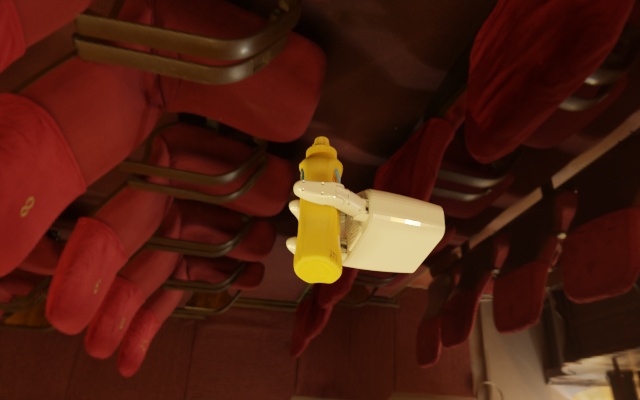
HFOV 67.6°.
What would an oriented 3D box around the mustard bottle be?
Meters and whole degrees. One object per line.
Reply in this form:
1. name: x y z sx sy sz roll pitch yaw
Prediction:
1. mustard bottle: 0.000 0.002 0.611 0.058 0.191 0.096 -1 -27 6
